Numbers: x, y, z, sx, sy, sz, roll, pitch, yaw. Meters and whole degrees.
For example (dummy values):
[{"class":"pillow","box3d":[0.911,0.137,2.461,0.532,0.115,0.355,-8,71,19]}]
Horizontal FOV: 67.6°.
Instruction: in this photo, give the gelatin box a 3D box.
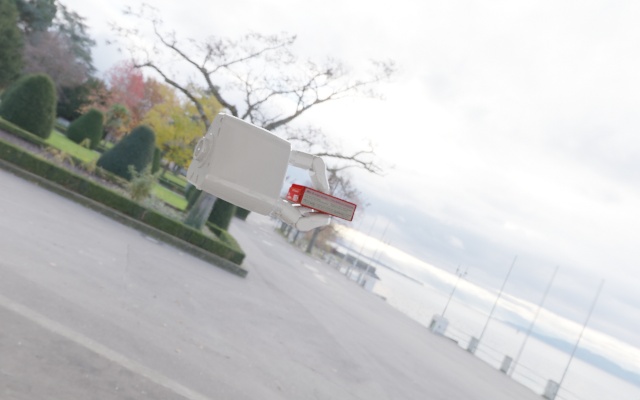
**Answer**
[{"class":"gelatin box","box3d":[0.001,0.002,0.718,0.089,0.030,0.073,19,0,-18]}]
